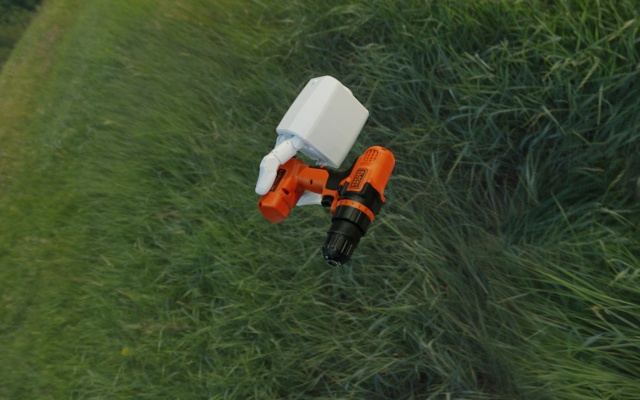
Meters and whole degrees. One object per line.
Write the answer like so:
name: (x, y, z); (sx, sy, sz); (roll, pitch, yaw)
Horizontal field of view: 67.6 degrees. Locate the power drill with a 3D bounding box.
power drill: (0.000, 0.002, 0.687); (0.187, 0.184, 0.057); (6, -34, 38)
